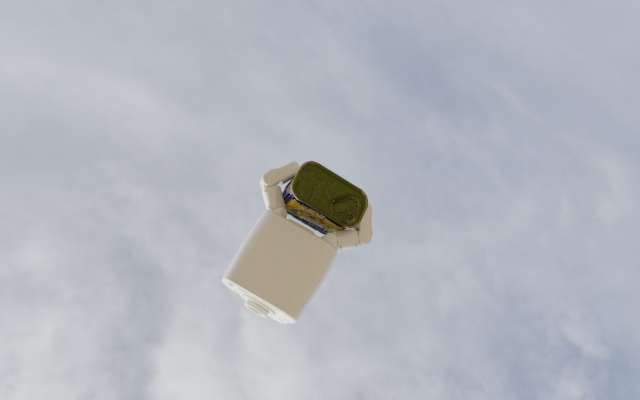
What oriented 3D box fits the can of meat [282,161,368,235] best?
[{"bbox_3d":[0.000,0.002,0.642,0.102,0.057,0.084,31,-22,-9],"label":"can of meat"}]
